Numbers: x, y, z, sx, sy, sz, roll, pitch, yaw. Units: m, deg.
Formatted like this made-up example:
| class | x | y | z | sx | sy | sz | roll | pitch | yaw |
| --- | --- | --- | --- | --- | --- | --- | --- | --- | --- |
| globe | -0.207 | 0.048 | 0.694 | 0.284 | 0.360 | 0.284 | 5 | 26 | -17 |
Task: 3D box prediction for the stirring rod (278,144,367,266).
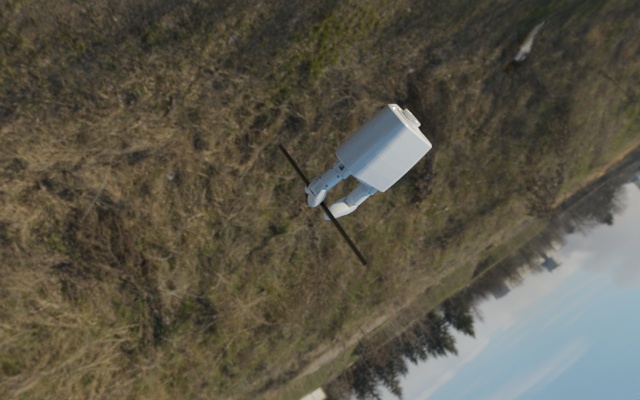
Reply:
| class | x | y | z | sx | sy | sz | roll | pitch | yaw |
| --- | --- | --- | --- | --- | --- | --- | --- | --- | --- |
| stirring rod | 0.000 | 0.002 | 0.752 | 0.011 | 0.239 | 0.011 | -32 | -18 | -12 |
